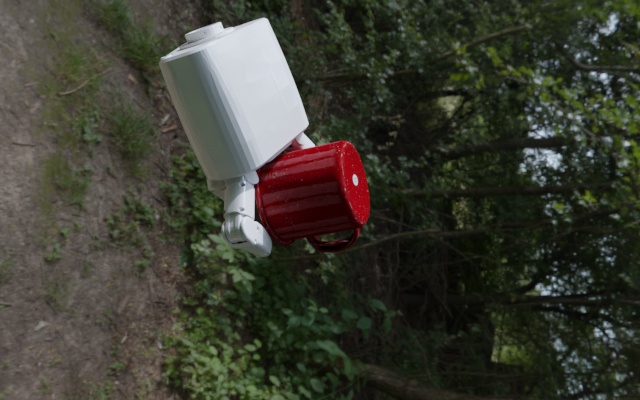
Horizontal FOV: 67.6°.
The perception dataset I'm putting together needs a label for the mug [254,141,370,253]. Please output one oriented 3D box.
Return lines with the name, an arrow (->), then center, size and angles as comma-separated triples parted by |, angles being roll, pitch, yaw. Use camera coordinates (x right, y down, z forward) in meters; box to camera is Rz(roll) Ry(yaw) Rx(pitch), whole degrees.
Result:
mug -> 0.001, 0.003, 0.451 | 0.081, 0.117, 0.093 | -11, 28, 20
